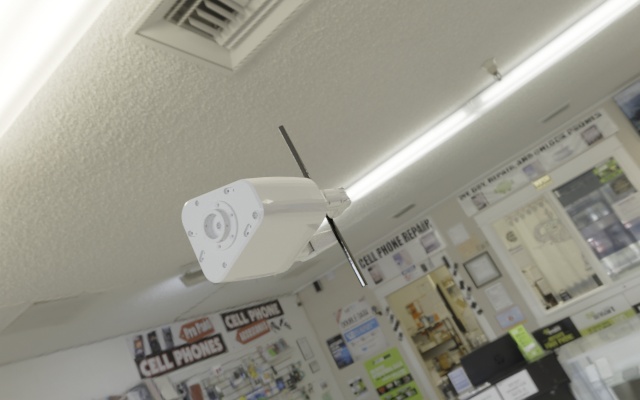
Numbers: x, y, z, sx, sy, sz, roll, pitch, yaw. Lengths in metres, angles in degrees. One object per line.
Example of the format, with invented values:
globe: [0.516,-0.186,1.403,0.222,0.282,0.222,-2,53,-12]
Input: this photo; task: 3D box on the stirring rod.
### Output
stirring rod: [0.000,0.002,0.614,0.011,0.239,0.011,-26,-17,-8]
